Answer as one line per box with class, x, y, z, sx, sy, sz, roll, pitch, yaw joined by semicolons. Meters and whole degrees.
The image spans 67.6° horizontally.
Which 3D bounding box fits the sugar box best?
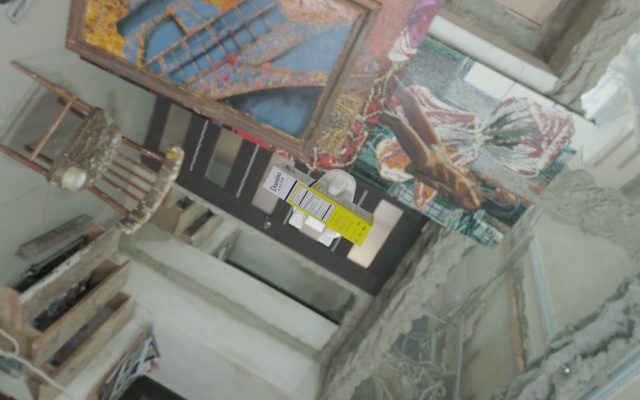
sugar box;0.000;0.003;0.754;0.176;0.048;0.093;29;10;3
